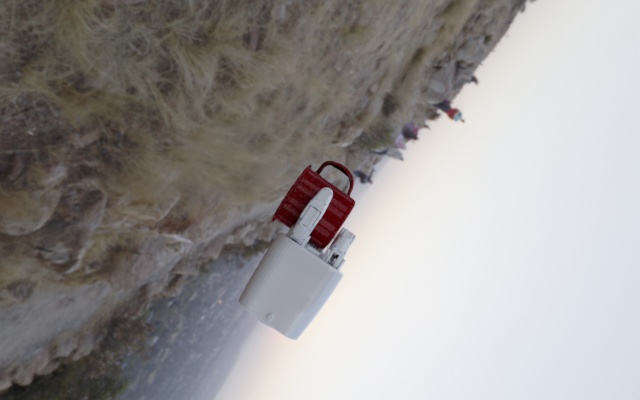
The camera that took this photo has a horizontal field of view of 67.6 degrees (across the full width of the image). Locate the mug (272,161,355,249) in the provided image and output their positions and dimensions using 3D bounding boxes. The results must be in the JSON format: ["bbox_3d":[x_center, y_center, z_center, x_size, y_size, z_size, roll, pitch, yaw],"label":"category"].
[{"bbox_3d":[0.001,0.001,0.649,0.081,0.117,0.093,34,-3,1],"label":"mug"}]
